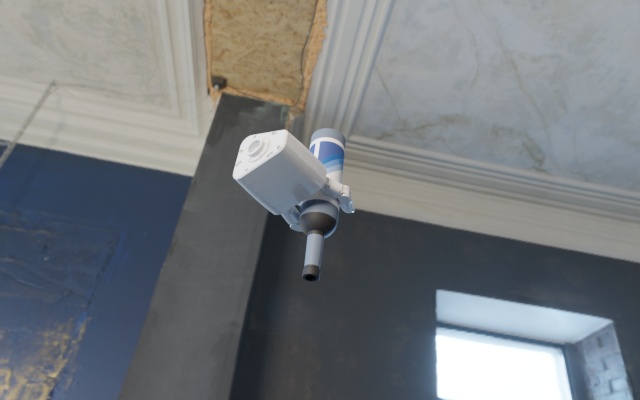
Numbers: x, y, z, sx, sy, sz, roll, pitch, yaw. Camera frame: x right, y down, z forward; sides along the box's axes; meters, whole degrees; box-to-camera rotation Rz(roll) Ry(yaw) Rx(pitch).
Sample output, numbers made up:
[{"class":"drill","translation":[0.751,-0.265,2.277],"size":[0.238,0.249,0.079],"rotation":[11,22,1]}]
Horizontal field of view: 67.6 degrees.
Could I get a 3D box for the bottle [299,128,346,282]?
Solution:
[{"class":"bottle","translation":[0.000,0.003,0.830],"size":[0.069,0.295,0.069],"rotation":[5,-36,4]}]
